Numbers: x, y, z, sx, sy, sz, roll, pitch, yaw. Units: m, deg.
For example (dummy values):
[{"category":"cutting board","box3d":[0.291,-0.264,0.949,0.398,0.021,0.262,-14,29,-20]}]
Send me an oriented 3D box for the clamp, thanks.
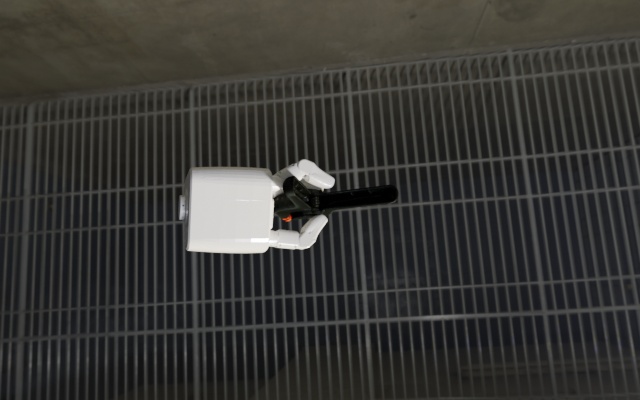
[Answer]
[{"category":"clamp","box3d":[0.000,0.003,0.687,0.164,0.036,0.210,4,-12,-20]}]
